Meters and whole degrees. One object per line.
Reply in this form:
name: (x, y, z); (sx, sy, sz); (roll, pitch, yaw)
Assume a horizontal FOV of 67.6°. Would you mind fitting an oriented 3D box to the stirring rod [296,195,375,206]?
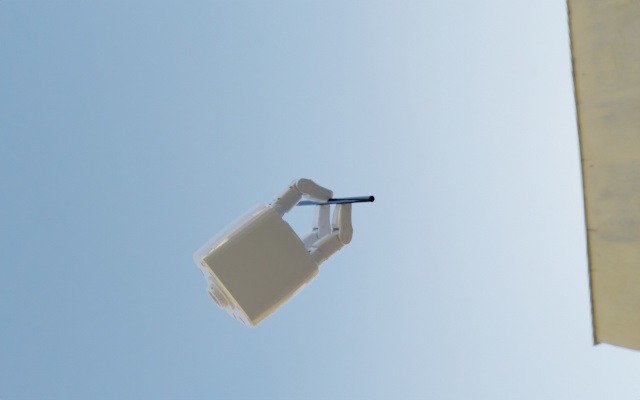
stirring rod: (0.000, 0.002, 0.651); (0.011, 0.011, 0.239); (0, -2, -29)
